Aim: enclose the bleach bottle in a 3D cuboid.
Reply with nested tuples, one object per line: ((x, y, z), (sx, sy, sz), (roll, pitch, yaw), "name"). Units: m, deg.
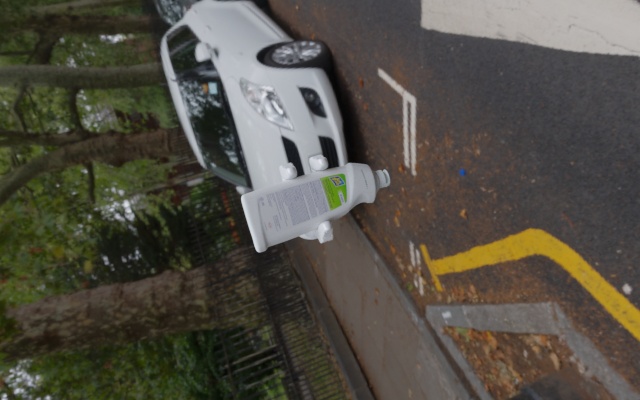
((0.000, 0.003, 0.806), (0.251, 0.102, 0.068), (-16, -1, -11), "bleach bottle")
